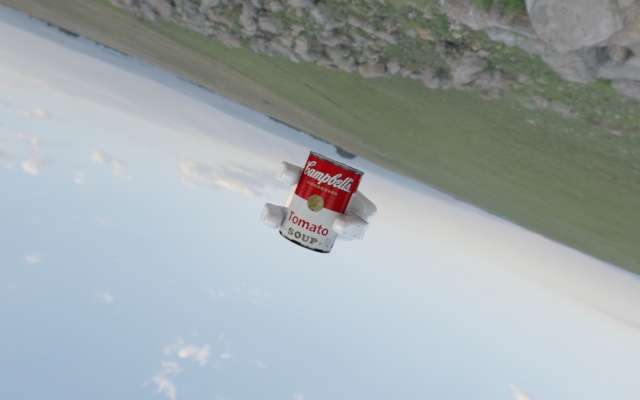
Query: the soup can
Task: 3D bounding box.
[{"bbox_3d":[0.000,0.002,0.553,0.068,0.102,0.068,22,6,-3],"label":"soup can"}]
